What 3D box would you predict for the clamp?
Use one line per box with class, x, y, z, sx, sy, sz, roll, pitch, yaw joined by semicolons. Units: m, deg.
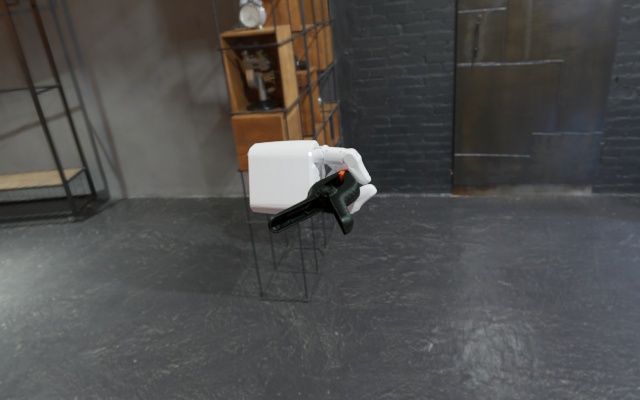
clamp;0.000;0.002;0.686;0.120;0.039;0.171;1;24;14
